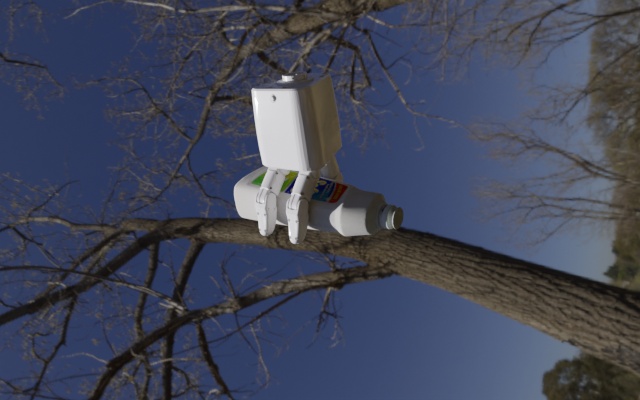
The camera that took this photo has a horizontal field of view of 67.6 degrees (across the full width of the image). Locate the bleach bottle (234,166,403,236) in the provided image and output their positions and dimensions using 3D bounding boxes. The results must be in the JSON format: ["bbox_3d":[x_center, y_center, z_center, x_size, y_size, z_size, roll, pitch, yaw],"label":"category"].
[{"bbox_3d":[0.000,0.002,0.668,0.251,0.068,0.102,9,29,35],"label":"bleach bottle"}]
